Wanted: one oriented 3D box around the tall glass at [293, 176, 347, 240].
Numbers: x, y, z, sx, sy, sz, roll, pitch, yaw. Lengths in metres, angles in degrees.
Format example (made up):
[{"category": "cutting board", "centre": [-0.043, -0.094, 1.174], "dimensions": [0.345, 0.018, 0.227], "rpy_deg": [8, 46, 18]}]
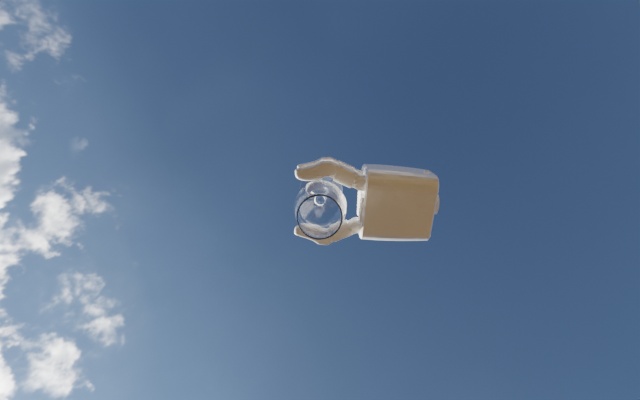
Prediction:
[{"category": "tall glass", "centre": [0.000, 0.002, 0.727], "dimensions": [0.079, 0.079, 0.201], "rpy_deg": [0, 12, 1]}]
